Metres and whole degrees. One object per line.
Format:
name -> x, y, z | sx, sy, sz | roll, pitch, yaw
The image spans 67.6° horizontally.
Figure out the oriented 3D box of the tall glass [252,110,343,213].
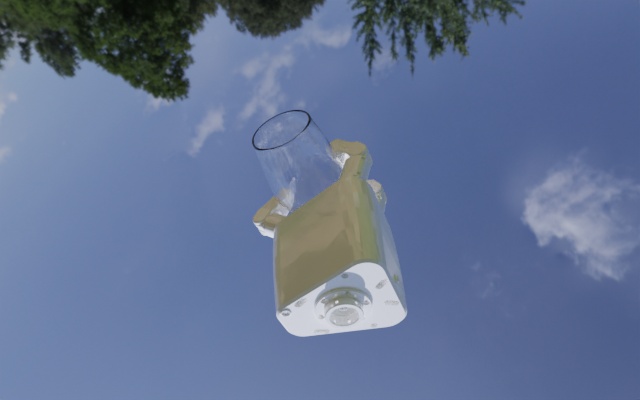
tall glass -> 0.000, 0.002, 0.515 | 0.079, 0.201, 0.079 | -18, 38, 14
